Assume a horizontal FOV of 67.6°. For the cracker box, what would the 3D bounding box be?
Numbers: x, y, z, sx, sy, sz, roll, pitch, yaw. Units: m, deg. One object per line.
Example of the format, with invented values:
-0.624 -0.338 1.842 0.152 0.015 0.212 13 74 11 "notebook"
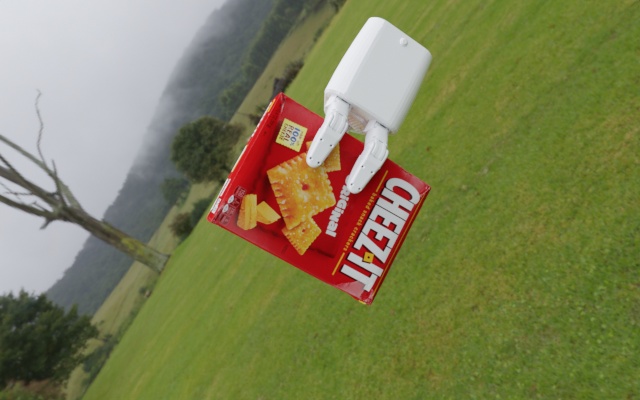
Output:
0.000 0.002 0.563 0.214 0.164 0.072 30 -6 -14 "cracker box"
